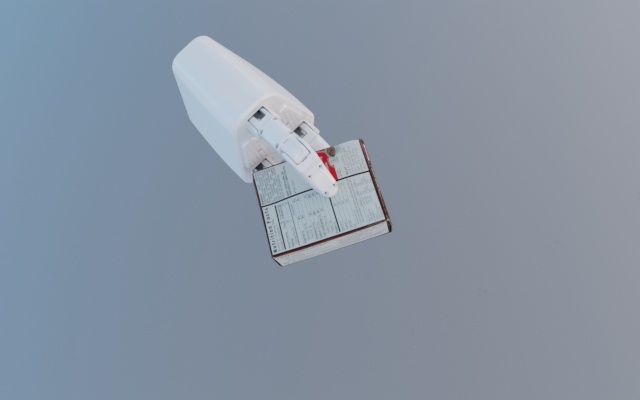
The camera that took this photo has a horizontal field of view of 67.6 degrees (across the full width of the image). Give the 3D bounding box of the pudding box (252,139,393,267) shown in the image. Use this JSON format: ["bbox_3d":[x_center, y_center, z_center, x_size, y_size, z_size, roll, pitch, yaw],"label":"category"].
[{"bbox_3d":[0.000,0.001,0.446,0.113,0.090,0.039,-18,-22,7],"label":"pudding box"}]
